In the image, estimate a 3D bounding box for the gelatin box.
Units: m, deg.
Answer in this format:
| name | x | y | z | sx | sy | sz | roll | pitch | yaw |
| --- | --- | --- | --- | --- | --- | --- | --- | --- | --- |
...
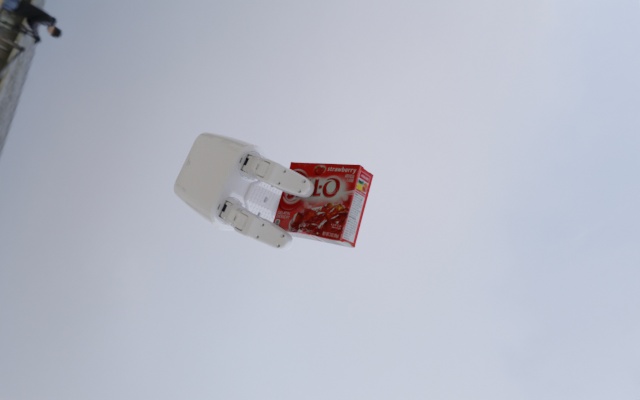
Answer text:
| name | x | y | z | sx | sy | sz | roll | pitch | yaw |
| --- | --- | --- | --- | --- | --- | --- | --- | --- | --- |
| gelatin box | 0.001 | 0.002 | 0.461 | 0.089 | 0.073 | 0.030 | 7 | -14 | 39 |
